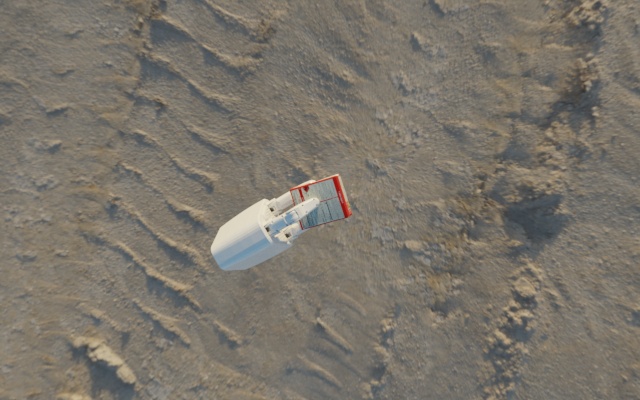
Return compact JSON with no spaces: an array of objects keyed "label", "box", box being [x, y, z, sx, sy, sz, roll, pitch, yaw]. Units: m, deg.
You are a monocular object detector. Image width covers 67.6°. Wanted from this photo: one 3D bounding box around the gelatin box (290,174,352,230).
[{"label":"gelatin box","box":[0.000,0.003,0.805,0.089,0.073,0.030,-16,5,17]}]
